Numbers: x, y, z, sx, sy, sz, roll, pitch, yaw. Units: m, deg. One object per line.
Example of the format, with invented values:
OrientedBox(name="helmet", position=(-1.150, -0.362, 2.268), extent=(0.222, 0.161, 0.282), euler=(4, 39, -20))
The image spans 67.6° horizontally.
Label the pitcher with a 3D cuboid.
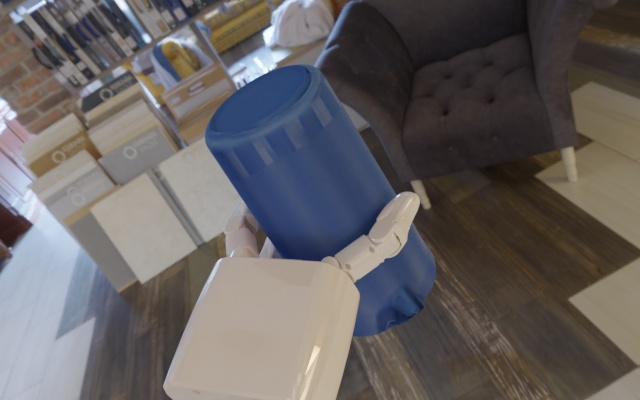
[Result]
OrientedBox(name="pitcher", position=(0.000, 0.002, 0.446), extent=(0.149, 0.243, 0.145), euler=(-11, 39, 29))
